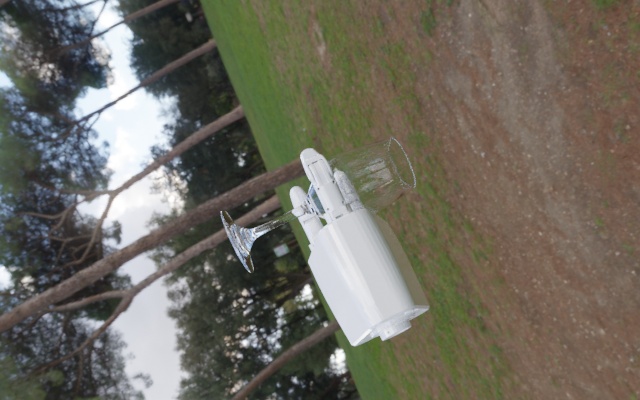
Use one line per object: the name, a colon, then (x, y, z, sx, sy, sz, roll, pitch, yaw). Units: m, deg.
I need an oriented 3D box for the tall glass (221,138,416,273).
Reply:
tall glass: (-0.001, 0.002, 0.517, 0.201, 0.079, 0.079, -26, 1, -3)
